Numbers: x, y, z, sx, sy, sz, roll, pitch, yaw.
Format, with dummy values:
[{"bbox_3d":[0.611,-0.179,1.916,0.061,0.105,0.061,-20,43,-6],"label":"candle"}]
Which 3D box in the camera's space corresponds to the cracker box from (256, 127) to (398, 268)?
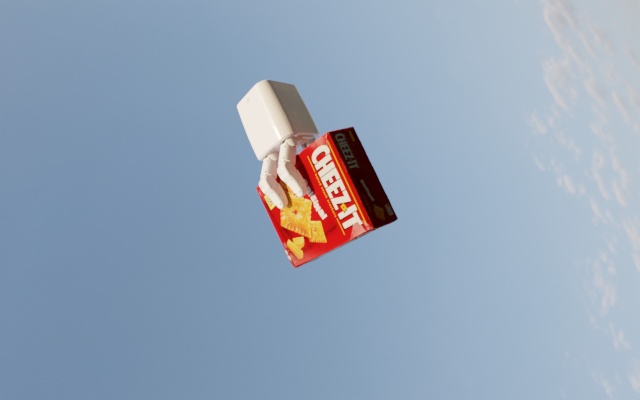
[{"bbox_3d":[0.000,0.003,0.791,0.072,0.164,0.214,-19,-9,-44],"label":"cracker box"}]
